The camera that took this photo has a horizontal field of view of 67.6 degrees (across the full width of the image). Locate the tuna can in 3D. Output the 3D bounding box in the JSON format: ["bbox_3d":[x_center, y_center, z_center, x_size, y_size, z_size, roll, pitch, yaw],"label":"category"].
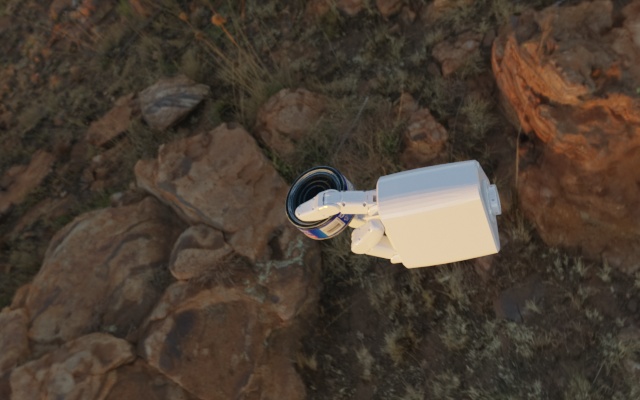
[{"bbox_3d":[0.000,0.002,0.579,0.086,0.086,0.034,0,-25,33],"label":"tuna can"}]
